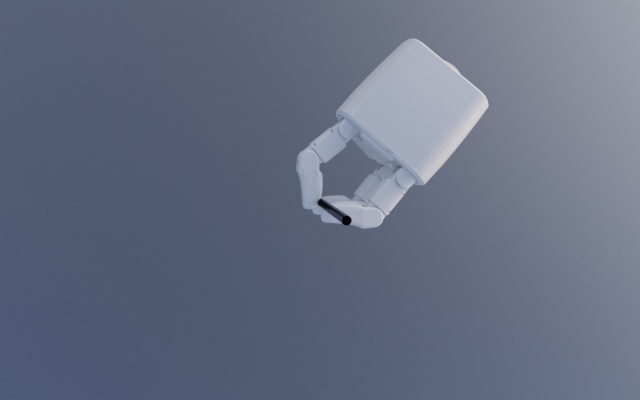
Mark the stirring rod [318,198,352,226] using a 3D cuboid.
[{"bbox_3d":[0.000,0.002,0.489,0.011,0.011,0.239,0,7,-10],"label":"stirring rod"}]
